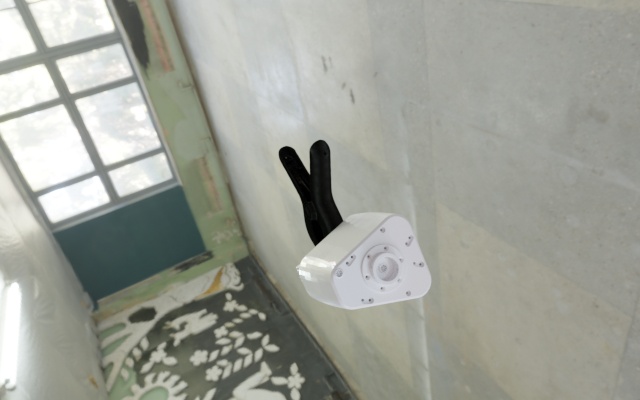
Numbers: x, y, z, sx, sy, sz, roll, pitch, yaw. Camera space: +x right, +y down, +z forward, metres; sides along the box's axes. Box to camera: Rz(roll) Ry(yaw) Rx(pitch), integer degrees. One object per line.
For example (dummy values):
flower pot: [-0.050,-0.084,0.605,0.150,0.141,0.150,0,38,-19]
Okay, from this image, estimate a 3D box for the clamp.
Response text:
clamp: [0.000,0.002,0.600,0.039,0.171,0.120,-24,3,-18]
